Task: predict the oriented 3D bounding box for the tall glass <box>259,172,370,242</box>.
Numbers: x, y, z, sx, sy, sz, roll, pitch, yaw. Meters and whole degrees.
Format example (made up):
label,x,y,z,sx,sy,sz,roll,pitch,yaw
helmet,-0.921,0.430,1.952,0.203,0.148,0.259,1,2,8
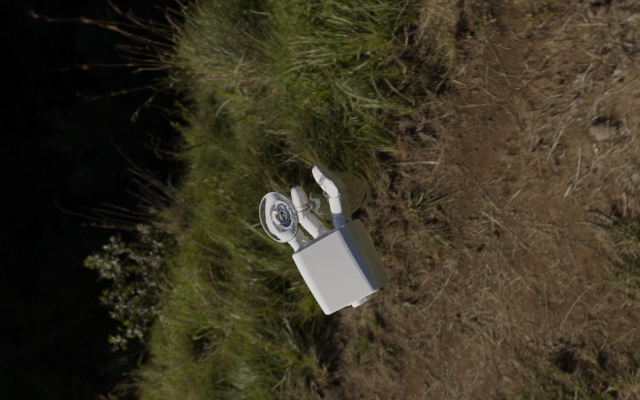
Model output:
label,x,y,z,sx,sy,sz,roll,pitch,yaw
tall glass,0.000,0.002,0.750,0.079,0.079,0.201,0,13,38
